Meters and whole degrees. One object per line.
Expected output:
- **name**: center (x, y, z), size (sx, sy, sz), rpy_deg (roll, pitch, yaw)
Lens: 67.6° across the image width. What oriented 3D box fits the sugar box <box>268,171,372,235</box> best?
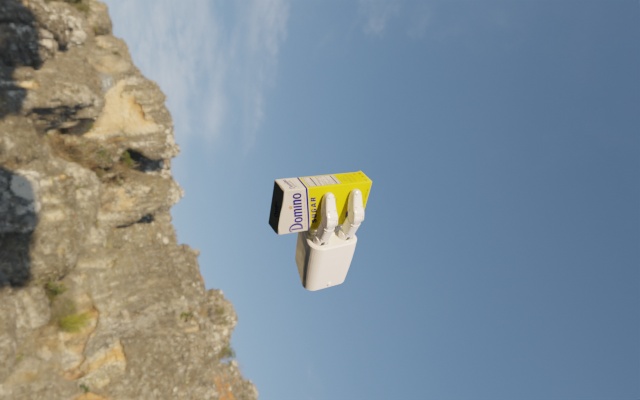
- **sugar box**: center (0.000, 0.003, 0.845), size (0.176, 0.093, 0.048), rpy_deg (-10, 37, -31)
